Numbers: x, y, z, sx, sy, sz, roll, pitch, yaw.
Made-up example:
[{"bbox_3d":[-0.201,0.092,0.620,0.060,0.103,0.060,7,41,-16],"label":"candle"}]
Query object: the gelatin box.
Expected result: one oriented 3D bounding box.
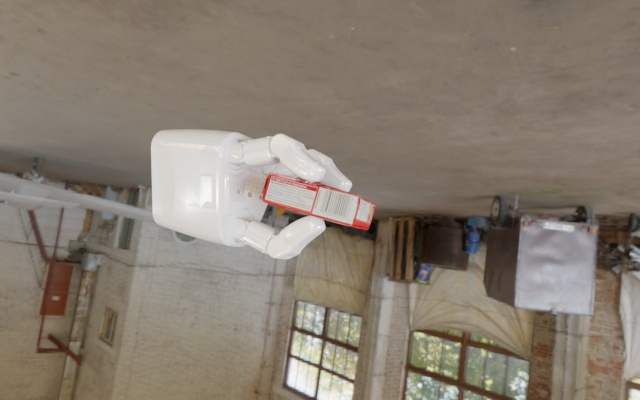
[{"bbox_3d":[0.000,0.002,0.444,0.089,0.030,0.073,15,-2,18],"label":"gelatin box"}]
